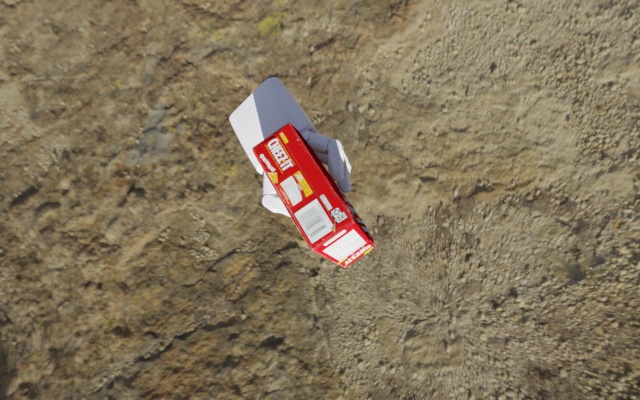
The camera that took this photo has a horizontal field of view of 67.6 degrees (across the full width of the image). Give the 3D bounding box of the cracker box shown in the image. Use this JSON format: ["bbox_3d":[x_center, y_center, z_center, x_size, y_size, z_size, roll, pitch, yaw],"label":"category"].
[{"bbox_3d":[0.000,0.002,0.697,0.072,0.164,0.214,-34,-19,4],"label":"cracker box"}]
